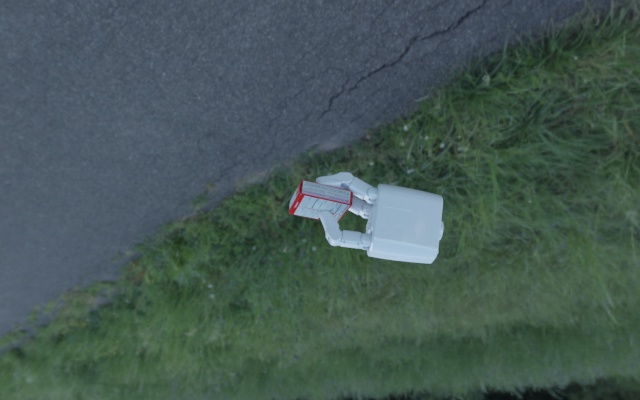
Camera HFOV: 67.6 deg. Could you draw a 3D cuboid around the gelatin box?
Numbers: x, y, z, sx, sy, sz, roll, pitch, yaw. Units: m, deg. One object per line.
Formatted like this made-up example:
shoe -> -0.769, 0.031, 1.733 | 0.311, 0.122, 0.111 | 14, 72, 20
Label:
gelatin box -> 0.000, 0.003, 0.783 | 0.089, 0.030, 0.073 | 11, -29, -13
